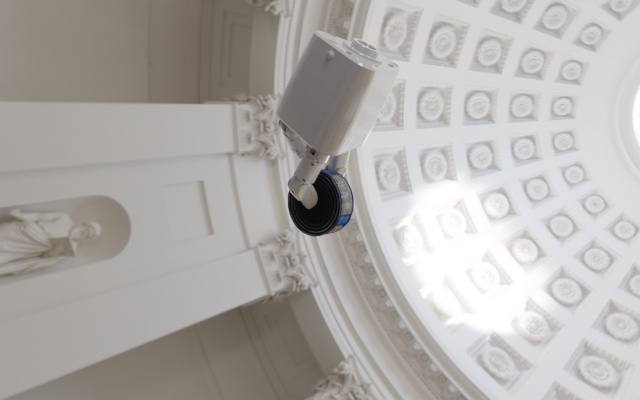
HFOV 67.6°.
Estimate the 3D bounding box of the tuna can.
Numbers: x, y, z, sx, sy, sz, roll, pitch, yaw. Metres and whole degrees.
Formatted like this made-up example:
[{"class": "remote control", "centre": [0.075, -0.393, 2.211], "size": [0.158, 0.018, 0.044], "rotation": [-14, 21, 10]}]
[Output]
[{"class": "tuna can", "centre": [0.000, 0.002, 0.615], "size": [0.086, 0.086, 0.034], "rotation": [0, 4, 38]}]
